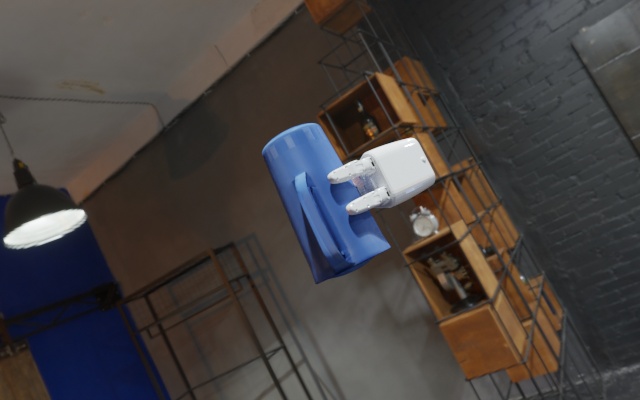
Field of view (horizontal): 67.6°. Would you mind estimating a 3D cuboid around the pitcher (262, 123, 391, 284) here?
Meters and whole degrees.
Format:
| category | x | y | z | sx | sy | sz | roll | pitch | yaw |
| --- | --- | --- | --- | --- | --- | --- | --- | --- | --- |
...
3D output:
| category | x | y | z | sx | sy | sz | roll | pitch | yaw |
| --- | --- | --- | --- | --- | --- | --- | --- | --- | --- |
| pitcher | 0.000 | 0.002 | 0.763 | 0.145 | 0.243 | 0.149 | -22 | -8 | -32 |
